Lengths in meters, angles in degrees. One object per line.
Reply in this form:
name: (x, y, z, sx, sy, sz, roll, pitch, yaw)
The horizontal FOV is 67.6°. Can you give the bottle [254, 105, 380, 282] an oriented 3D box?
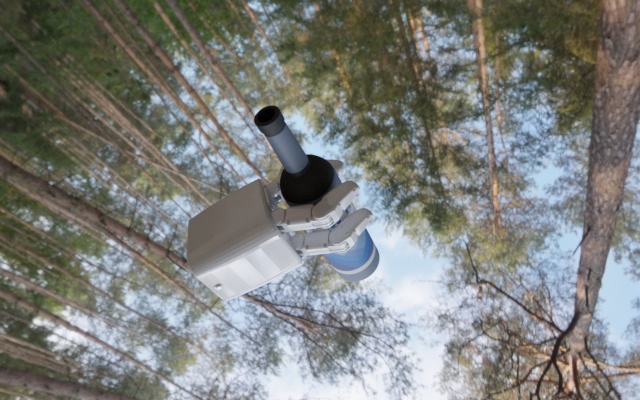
bottle: (0.000, 0.002, 0.565, 0.069, 0.069, 0.296, 0, -34, 25)
